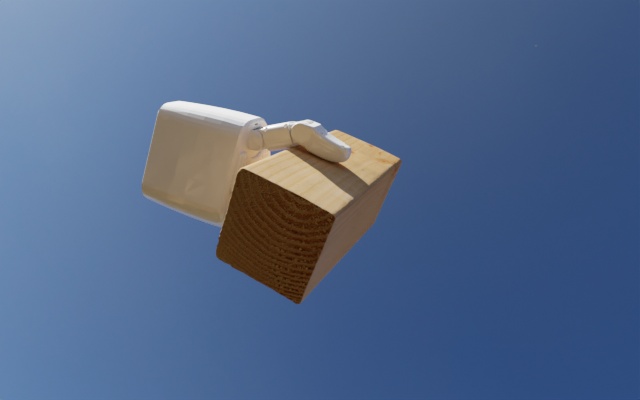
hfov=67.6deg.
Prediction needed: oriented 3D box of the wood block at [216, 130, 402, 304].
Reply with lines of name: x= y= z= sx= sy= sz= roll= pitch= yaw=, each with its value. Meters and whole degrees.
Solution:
wood block: x=0.000 y=0.001 z=0.473 sx=0.090 sy=0.091 sz=0.206 roll=27 pitch=26 yaw=14
